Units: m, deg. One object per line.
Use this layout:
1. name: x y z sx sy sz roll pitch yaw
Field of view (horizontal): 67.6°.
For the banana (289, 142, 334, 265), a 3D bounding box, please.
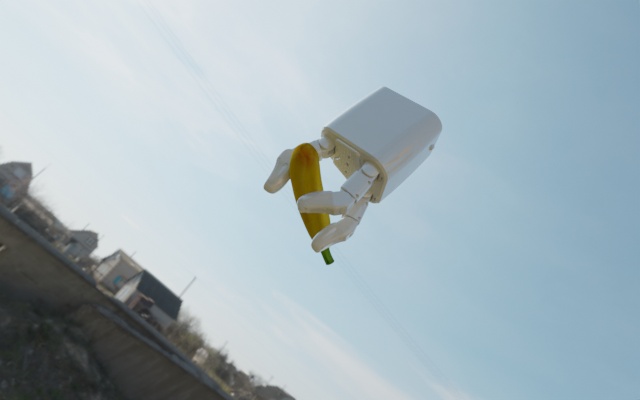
1. banana: -0.009 -0.006 0.586 0.037 0.198 0.069 -29 46 -15
